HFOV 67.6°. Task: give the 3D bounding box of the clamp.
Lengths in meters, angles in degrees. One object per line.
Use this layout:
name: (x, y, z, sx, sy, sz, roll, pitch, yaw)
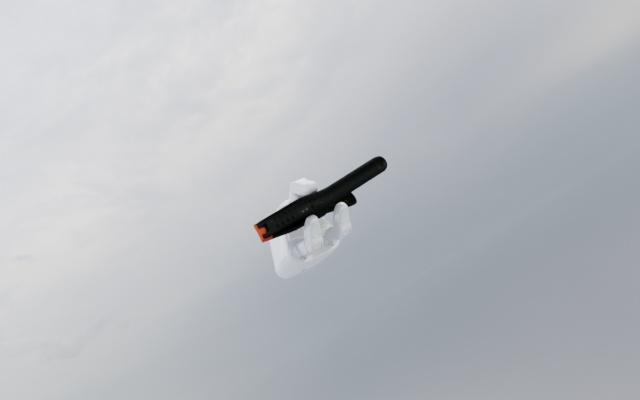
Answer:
clamp: (-0.001, 0.002, 0.724, 0.210, 0.036, 0.165, -24, -14, -28)
